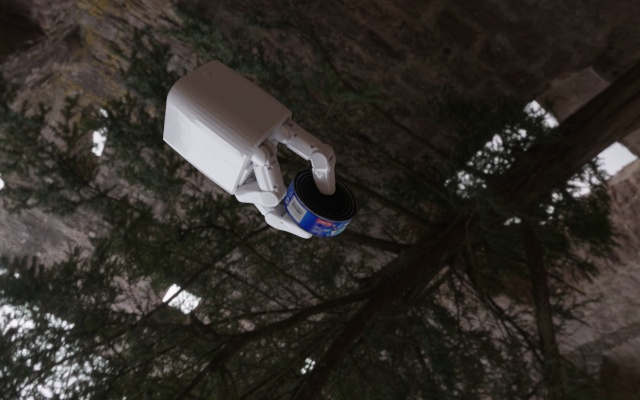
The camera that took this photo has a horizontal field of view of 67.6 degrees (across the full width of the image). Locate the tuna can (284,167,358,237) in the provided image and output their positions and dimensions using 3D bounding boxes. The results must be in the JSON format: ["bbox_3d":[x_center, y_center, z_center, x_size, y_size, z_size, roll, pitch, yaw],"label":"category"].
[{"bbox_3d":[0.000,0.002,0.572,0.086,0.086,0.034,0,-41,-36],"label":"tuna can"}]
